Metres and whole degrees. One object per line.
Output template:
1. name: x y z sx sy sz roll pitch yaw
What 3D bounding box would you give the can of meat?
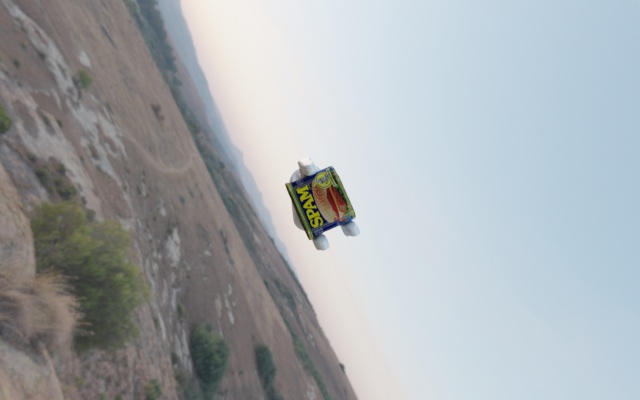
1. can of meat: 0.000 0.002 0.784 0.084 0.102 0.057 -23 -1 -8
